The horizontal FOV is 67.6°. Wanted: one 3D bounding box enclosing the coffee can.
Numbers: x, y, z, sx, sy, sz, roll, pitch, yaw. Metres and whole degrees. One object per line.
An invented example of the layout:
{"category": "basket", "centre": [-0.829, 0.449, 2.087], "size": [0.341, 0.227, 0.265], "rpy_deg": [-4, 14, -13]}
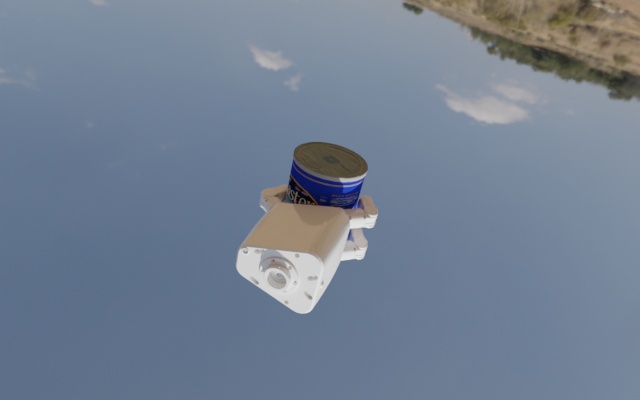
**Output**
{"category": "coffee can", "centre": [0.000, 0.002, 0.676], "size": [0.103, 0.140, 0.102], "rpy_deg": [10, 30, -6]}
